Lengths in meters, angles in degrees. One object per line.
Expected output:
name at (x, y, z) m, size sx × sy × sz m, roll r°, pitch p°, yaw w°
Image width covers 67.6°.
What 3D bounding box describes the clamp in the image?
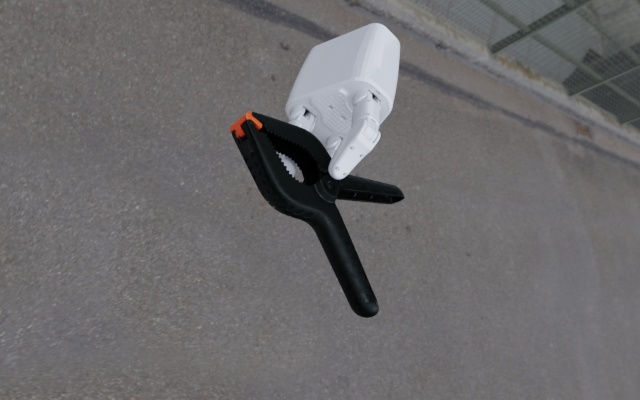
clamp at (0.000, 0.001, 0.449) m, size 0.210 × 0.164 × 0.036 m, roll 36°, pitch -44°, yaw -26°
